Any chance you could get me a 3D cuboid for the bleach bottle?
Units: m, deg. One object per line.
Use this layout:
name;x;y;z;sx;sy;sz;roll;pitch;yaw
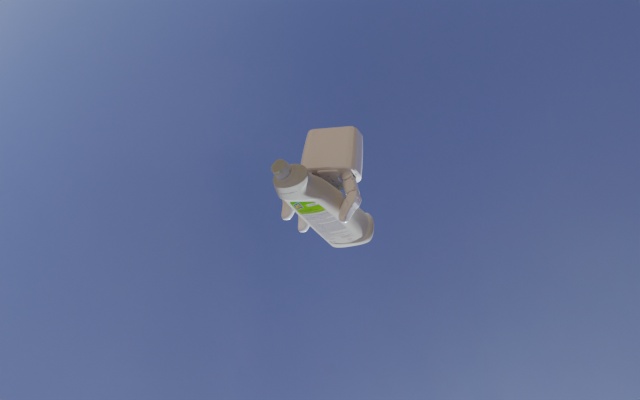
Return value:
bleach bottle;0.000;0.003;0.879;0.102;0.068;0.251;-14;-37;28
